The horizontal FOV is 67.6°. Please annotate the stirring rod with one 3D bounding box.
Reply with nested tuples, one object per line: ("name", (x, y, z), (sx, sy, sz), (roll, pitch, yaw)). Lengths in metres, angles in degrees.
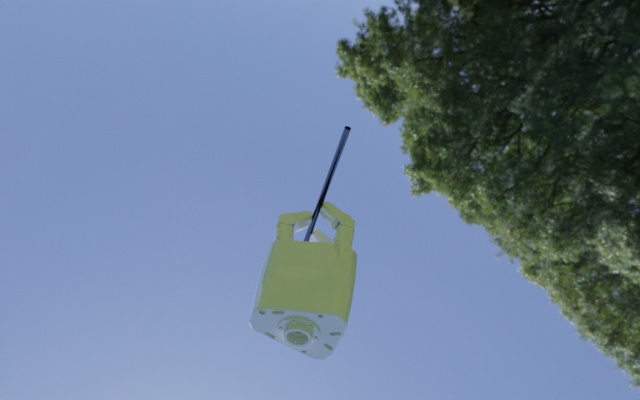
("stirring rod", (0.000, 0.002, 0.643), (0.011, 0.240, 0.011), (12, 39, -10))
